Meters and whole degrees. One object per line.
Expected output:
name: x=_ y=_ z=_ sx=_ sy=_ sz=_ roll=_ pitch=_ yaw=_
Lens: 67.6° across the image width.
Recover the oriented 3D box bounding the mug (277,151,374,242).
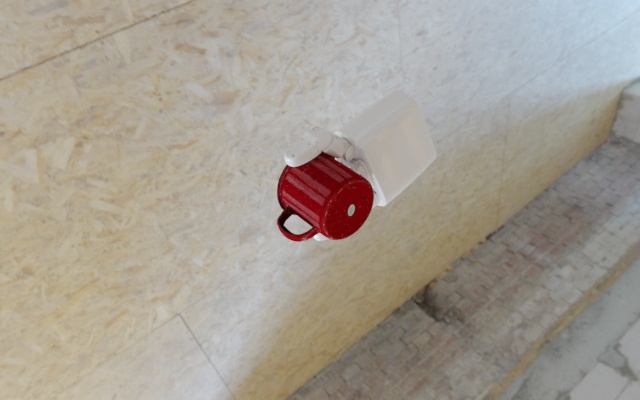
mug: x=-0.001 y=0.003 z=0.563 sx=0.081 sy=0.117 sz=0.093 roll=35 pitch=-19 yaw=40
